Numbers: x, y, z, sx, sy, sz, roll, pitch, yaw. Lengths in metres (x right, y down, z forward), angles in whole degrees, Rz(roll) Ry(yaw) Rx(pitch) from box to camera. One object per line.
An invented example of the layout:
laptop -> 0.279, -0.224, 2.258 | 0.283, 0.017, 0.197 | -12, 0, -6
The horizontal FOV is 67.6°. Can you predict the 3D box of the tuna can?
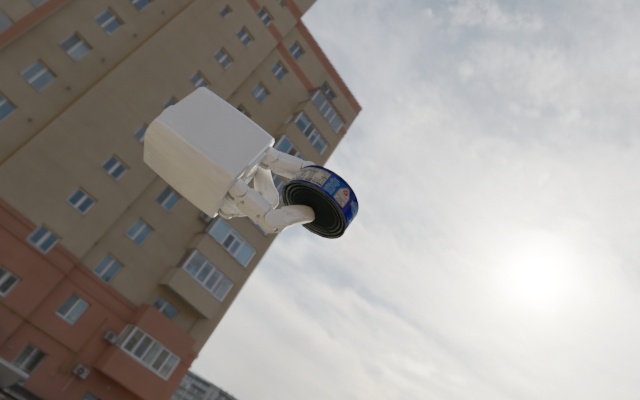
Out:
tuna can -> 0.000, 0.001, 0.543 | 0.086, 0.086, 0.033 | 0, 41, 46
